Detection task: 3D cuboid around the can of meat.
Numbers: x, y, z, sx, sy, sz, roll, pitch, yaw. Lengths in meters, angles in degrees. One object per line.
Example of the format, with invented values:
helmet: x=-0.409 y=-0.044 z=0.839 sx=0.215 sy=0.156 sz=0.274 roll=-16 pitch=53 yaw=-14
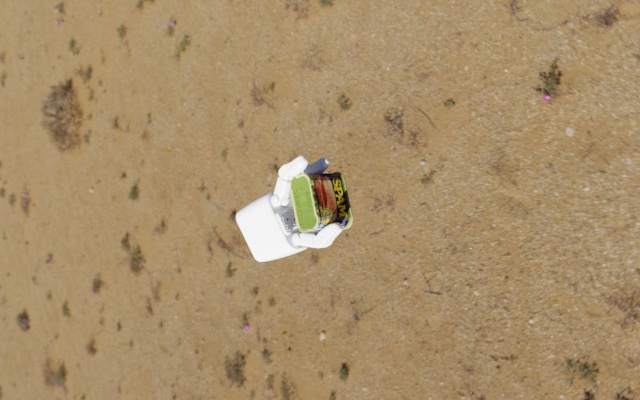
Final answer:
can of meat: x=0.000 y=0.003 z=0.807 sx=0.084 sy=0.102 sz=0.057 roll=-2 pitch=-13 yaw=-45
